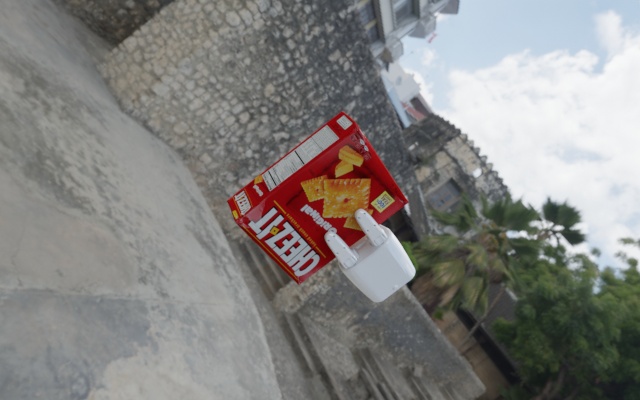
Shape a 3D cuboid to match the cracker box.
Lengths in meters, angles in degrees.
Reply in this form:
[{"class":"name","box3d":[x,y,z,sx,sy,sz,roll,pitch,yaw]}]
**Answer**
[{"class":"cracker box","box3d":[0.000,0.002,0.703,0.214,0.164,0.072,-38,35,2]}]
